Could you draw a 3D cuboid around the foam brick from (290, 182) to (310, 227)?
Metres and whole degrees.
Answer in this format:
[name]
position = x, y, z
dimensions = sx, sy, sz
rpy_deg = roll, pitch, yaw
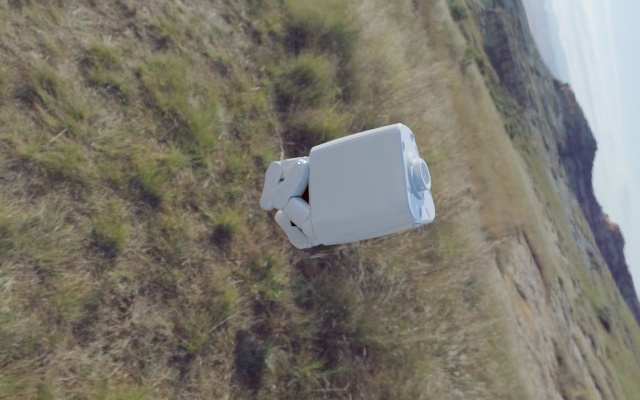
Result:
[foam brick]
position = 0.000, 0.002, 0.583
dimensions = 0.051, 0.053, 0.078
rpy_deg = -15, -8, 27
